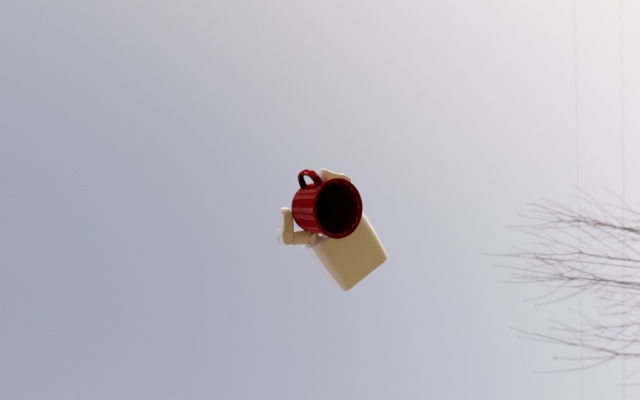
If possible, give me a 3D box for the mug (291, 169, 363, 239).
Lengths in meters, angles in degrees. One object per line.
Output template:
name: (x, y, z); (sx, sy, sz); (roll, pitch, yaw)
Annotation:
mug: (-0.001, 0.001, 0.753); (0.093, 0.117, 0.081); (-42, 21, -25)
